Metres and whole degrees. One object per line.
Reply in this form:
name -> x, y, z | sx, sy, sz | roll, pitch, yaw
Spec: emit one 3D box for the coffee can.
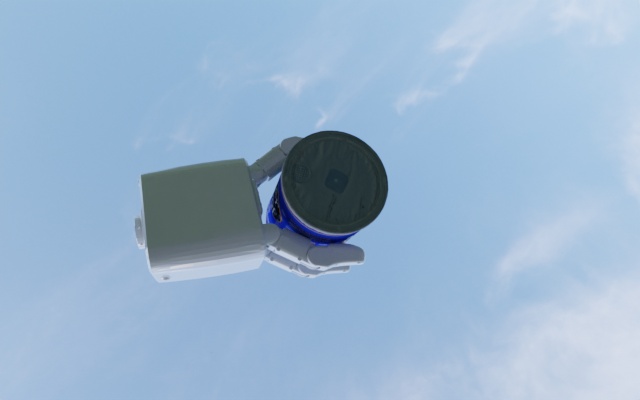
coffee can -> 0.000, 0.002, 0.508 | 0.103, 0.102, 0.140 | 0, -17, -13
